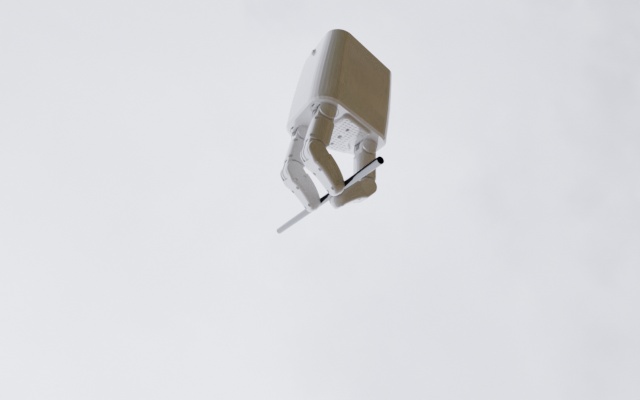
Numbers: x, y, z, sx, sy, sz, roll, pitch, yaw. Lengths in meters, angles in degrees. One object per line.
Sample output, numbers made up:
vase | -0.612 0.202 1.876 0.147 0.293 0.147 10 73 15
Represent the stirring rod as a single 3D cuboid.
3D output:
stirring rod | 0.000 0.002 0.538 0.011 0.011 0.239 0 -19 -29
